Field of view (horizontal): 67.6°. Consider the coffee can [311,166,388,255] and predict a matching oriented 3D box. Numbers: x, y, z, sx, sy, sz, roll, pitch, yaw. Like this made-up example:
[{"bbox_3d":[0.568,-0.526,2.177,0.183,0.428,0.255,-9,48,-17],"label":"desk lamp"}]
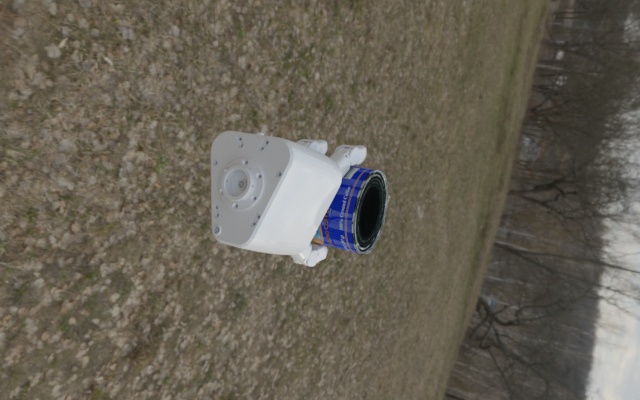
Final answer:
[{"bbox_3d":[0.000,0.002,0.593,0.140,0.103,0.103,11,5,26],"label":"coffee can"}]
